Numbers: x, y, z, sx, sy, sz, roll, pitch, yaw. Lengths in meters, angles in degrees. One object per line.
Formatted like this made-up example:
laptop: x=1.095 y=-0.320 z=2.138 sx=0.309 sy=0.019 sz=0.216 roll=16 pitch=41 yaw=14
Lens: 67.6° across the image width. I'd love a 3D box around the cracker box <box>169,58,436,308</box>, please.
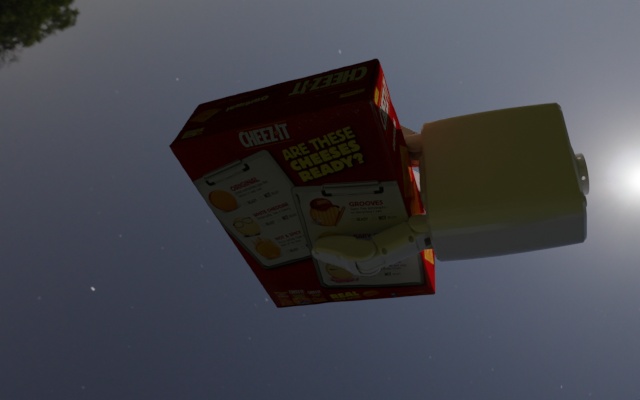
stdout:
cracker box: x=0.000 y=0.002 z=0.421 sx=0.164 sy=0.214 sz=0.072 roll=-9 pitch=40 yaw=20
